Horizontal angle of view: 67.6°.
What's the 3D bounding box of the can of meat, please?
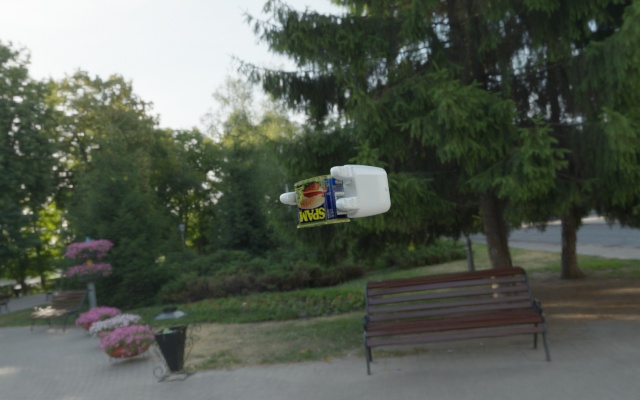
[{"bbox_3d":[0.000,0.003,0.862,0.057,0.084,0.102,-3,-5,-42],"label":"can of meat"}]
